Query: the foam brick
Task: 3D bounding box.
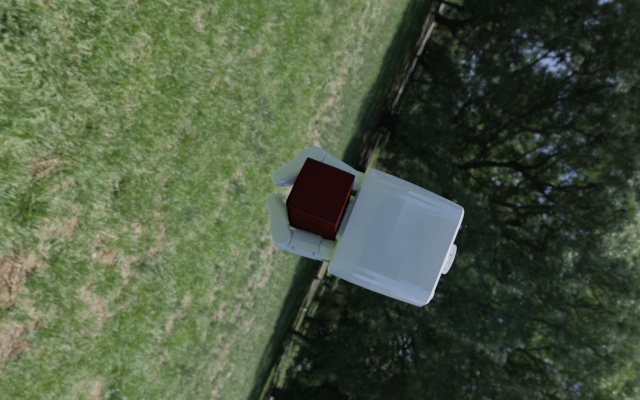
[{"bbox_3d":[0.000,0.002,0.476,0.051,0.053,0.078,22,-17,6],"label":"foam brick"}]
